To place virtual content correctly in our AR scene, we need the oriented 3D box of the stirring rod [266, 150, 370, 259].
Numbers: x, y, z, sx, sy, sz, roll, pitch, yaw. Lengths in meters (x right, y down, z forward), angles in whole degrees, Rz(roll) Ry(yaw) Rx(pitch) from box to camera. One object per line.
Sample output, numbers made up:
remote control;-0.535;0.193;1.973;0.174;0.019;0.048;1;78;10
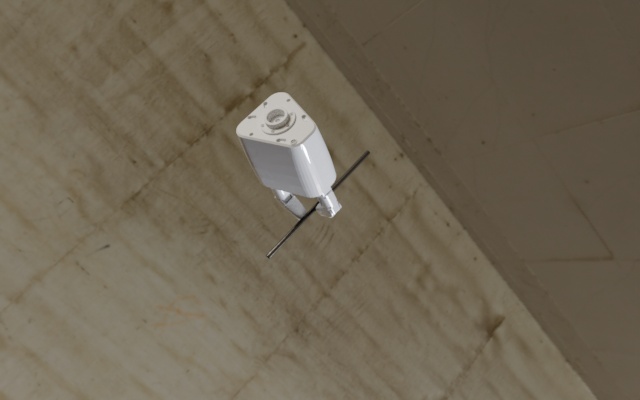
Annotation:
stirring rod;0.000;0.003;0.753;0.239;0.011;0.011;-46;18;-18
